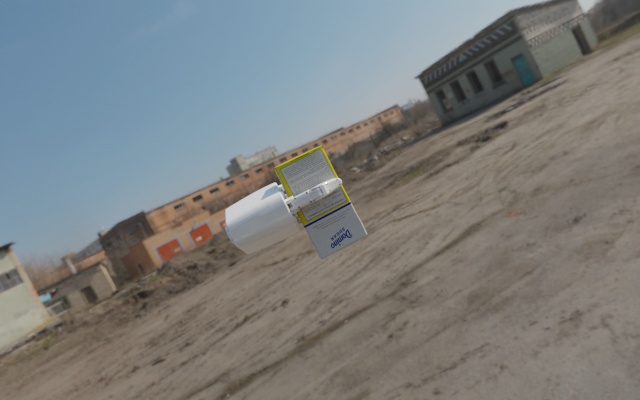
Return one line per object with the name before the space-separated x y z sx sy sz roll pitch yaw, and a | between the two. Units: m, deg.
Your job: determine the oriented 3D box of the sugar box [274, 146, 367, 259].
sugar box | 0.000 0.003 0.831 0.093 0.176 0.048 -27 3 -5
